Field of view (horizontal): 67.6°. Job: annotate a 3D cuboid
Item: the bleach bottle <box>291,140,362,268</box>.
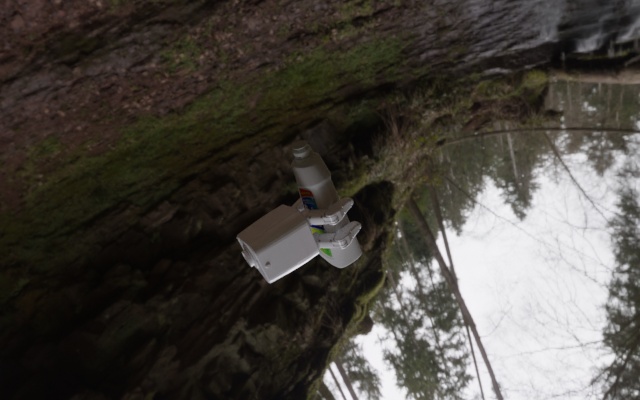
[{"bbox_3d":[0.000,0.003,0.866,0.068,0.251,0.102,-32,34,-17],"label":"bleach bottle"}]
